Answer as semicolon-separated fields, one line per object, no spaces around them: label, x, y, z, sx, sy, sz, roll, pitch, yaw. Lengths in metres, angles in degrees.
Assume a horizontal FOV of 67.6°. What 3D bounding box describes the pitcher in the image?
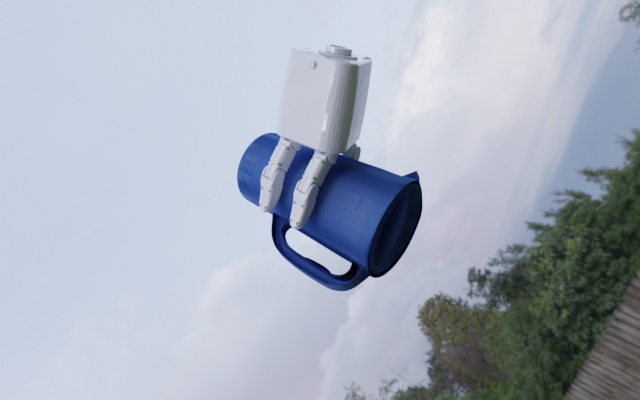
pitcher;0.000;0.002;0.642;0.242;0.145;0.149;25;27;29
